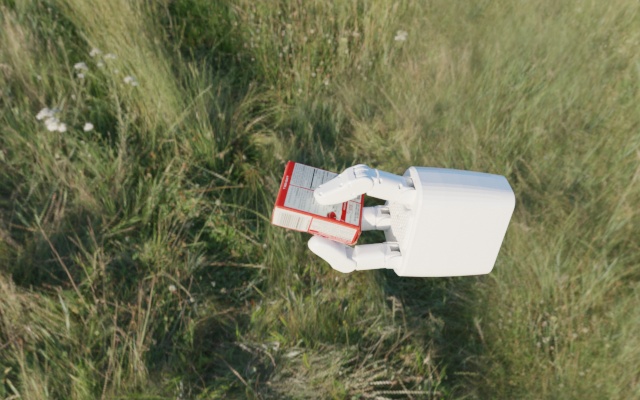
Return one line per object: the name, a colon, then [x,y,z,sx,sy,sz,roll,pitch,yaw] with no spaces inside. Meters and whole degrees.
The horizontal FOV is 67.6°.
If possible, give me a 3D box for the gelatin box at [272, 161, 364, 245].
gelatin box: [0.000,0.001,0.497,0.089,0.073,0.030,15,-46,-4]
